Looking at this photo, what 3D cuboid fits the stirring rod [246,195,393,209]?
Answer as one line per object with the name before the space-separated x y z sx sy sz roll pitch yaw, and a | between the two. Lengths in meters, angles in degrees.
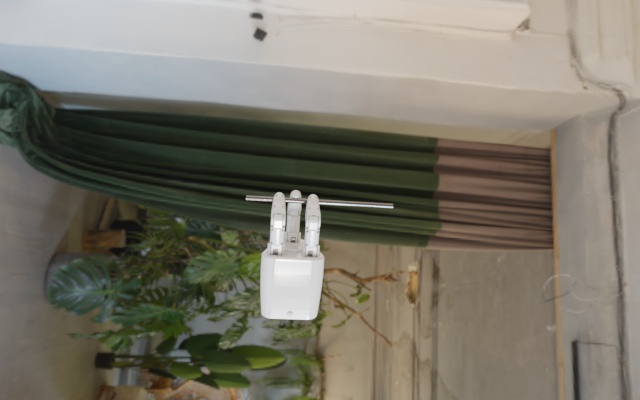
stirring rod | 0.000 0.003 0.780 0.239 0.011 0.011 3 0 -6
